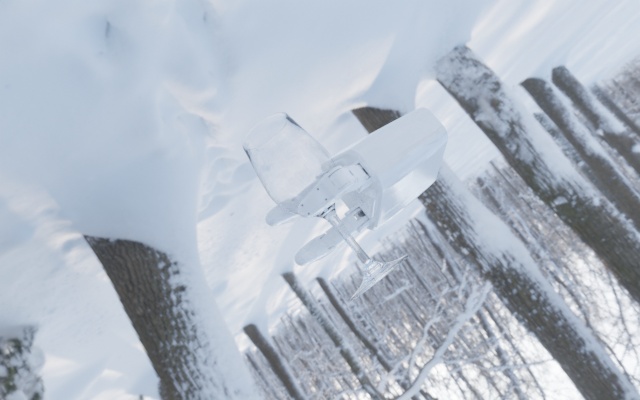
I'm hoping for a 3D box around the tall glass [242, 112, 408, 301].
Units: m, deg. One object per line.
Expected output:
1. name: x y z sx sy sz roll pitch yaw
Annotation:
1. tall glass: 0.000 0.002 0.501 0.079 0.201 0.079 -37 -10 -8
